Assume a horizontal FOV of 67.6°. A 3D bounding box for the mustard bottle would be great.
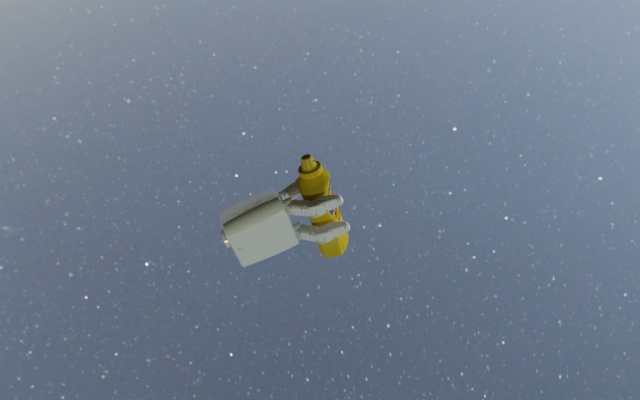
[{"bbox_3d":[0.001,0.003,0.836,0.058,0.192,0.096,-11,36,11],"label":"mustard bottle"}]
